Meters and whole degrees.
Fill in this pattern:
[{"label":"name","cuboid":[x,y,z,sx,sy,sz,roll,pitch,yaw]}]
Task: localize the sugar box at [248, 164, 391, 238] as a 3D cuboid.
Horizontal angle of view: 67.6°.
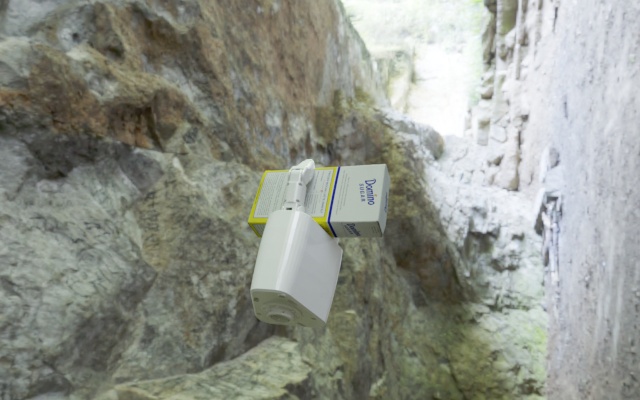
[{"label":"sugar box","cuboid":[0.000,0.003,0.635,0.176,0.093,0.048,1,-35,18]}]
